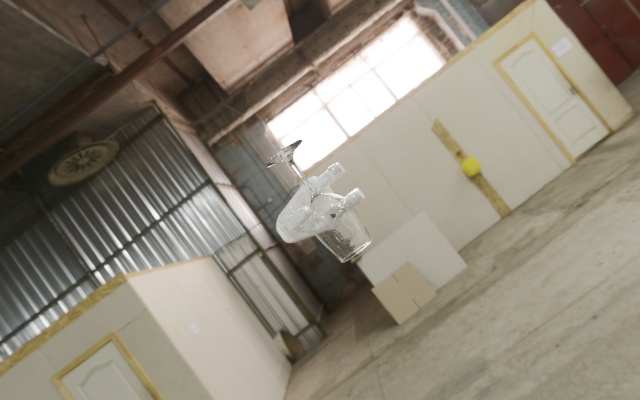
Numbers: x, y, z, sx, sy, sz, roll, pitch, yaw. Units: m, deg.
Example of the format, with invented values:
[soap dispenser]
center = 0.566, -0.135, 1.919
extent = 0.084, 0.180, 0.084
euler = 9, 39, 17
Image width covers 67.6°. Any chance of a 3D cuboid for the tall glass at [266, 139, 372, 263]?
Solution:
[tall glass]
center = 0.000, 0.002, 0.773
extent = 0.079, 0.201, 0.079
euler = -37, -3, -2
